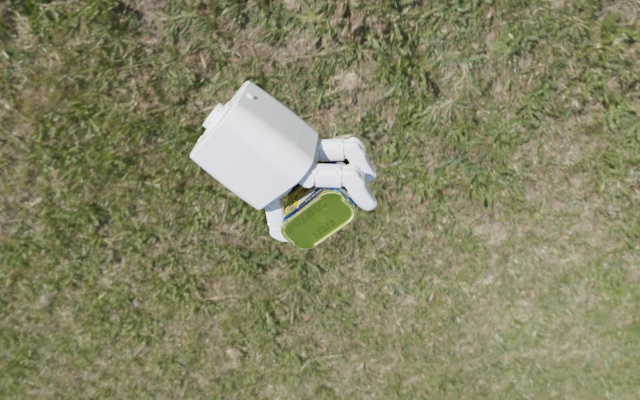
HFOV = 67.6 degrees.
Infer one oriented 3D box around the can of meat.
[{"bbox_3d":[0.000,0.002,0.590,0.102,0.057,0.084,-38,24,28],"label":"can of meat"}]
